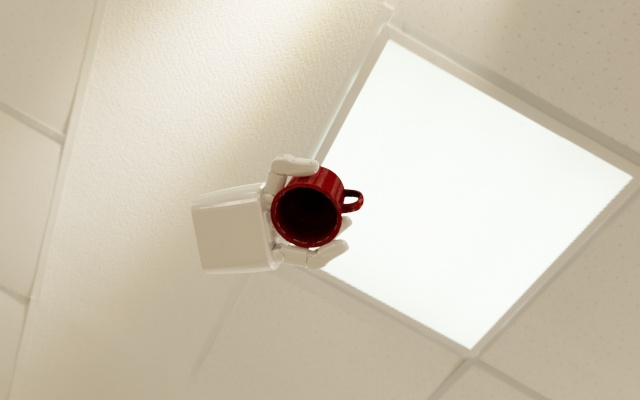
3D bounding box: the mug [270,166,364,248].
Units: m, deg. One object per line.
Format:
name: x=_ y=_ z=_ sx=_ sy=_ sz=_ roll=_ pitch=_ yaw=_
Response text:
mug: x=0.002 y=0.002 z=0.634 sx=0.117 sy=0.093 sz=0.081 roll=-7 pitch=24 yaw=15
